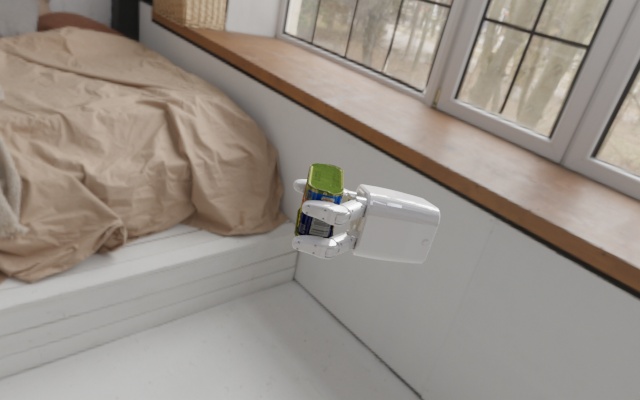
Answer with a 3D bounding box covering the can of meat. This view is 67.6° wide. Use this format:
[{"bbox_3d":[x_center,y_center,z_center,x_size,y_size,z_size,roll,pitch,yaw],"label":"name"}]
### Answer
[{"bbox_3d":[0.000,0.002,0.691,0.057,0.084,0.102,12,27,-4],"label":"can of meat"}]
